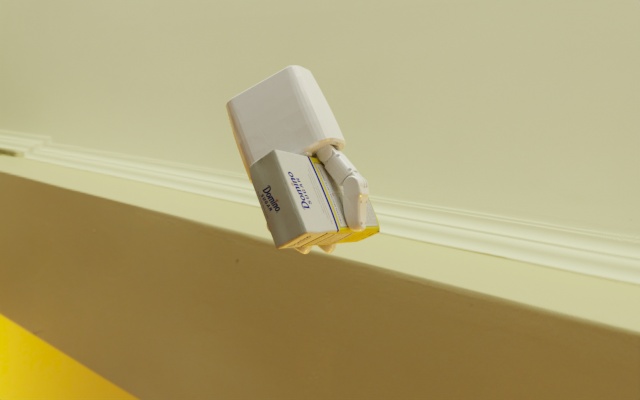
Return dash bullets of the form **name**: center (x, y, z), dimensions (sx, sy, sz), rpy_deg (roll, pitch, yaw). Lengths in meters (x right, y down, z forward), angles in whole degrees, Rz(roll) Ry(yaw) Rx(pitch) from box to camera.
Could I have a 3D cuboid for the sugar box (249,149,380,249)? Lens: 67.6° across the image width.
- **sugar box**: center (0.000, 0.002, 0.535), dimensions (0.048, 0.093, 0.176), rpy_deg (-30, -17, 28)
